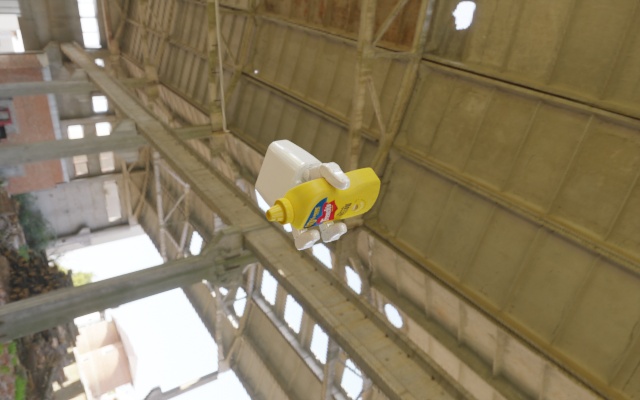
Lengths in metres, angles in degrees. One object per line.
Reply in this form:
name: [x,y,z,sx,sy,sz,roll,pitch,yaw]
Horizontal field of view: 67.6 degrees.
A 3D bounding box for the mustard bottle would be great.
mustard bottle: [0.001,0.003,0.765,0.191,0.058,0.096,-13,-30,-32]
